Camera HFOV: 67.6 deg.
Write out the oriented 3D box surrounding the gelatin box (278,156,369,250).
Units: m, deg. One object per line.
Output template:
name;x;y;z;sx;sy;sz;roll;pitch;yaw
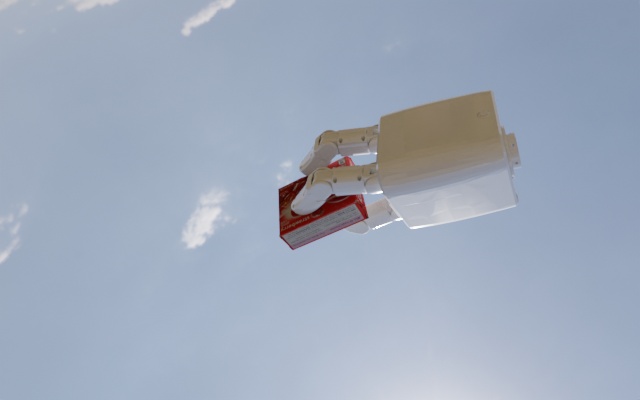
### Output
gelatin box;0.000;0.002;0.493;0.089;0.073;0.030;-25;-50;15
